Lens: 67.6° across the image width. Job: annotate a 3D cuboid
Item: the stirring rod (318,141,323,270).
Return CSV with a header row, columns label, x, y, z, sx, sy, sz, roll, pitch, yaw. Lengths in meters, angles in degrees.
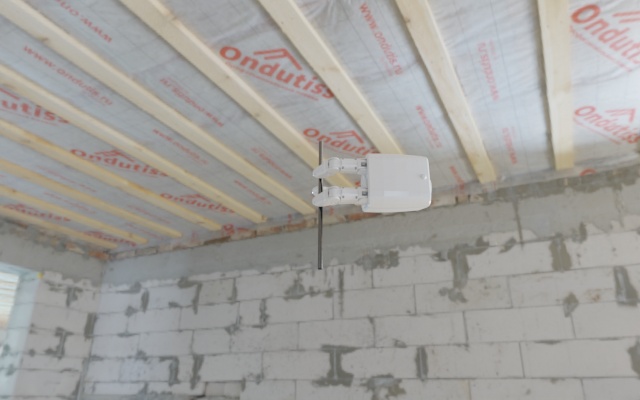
label,x,y,z,sx,sy,sz,roll,pitch,yaw
stirring rod,0.000,0.003,0.838,0.011,0.239,0.011,0,-22,0
